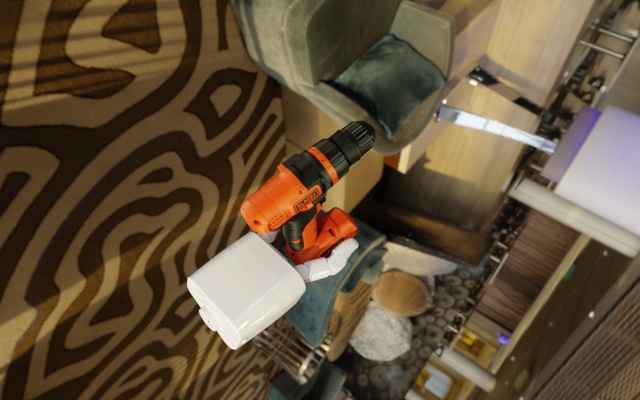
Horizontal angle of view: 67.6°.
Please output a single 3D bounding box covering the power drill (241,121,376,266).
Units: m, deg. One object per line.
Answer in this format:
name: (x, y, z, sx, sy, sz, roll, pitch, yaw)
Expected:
power drill: (0.000, 0.002, 0.606, 0.184, 0.057, 0.188, -37, -31, -11)
